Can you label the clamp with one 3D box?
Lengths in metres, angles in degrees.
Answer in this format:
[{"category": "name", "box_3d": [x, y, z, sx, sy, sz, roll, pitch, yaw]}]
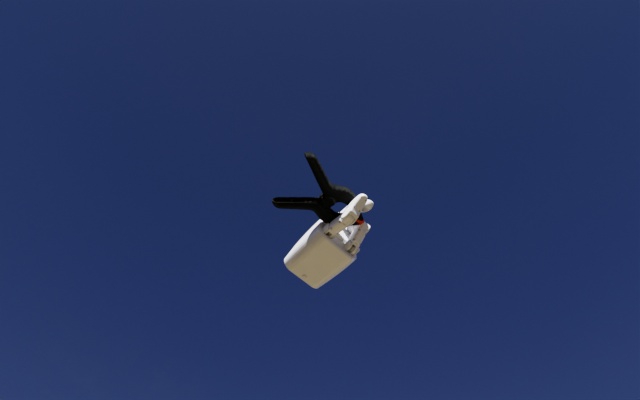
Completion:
[{"category": "clamp", "box_3d": [0.000, 0.003, 0.872, 0.171, 0.120, 0.039, 40, 23, -18]}]
